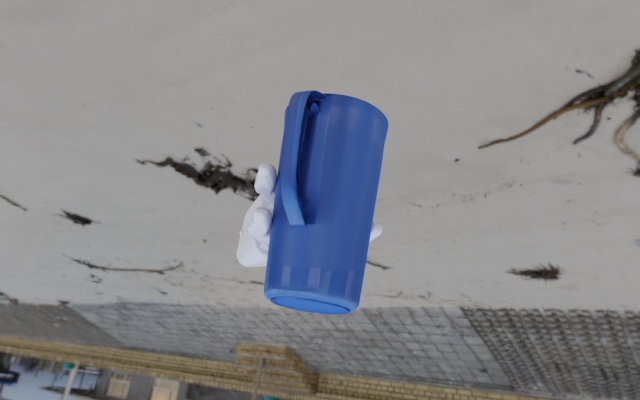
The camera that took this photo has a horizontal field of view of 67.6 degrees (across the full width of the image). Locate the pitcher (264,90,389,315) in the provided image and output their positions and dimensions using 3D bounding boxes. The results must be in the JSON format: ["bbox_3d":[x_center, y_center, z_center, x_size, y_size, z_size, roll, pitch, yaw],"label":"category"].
[{"bbox_3d":[0.000,0.002,0.562,0.149,0.242,0.145,16,-22,-20],"label":"pitcher"}]
